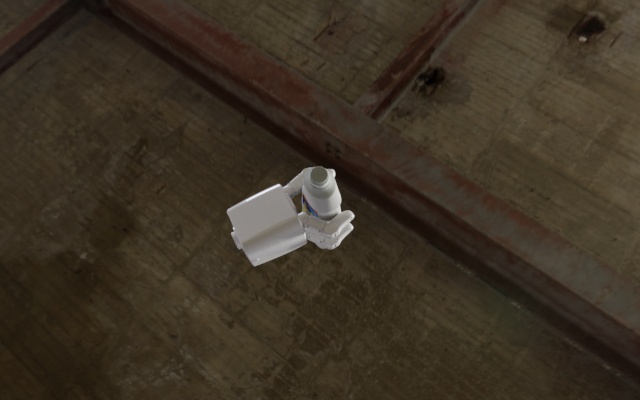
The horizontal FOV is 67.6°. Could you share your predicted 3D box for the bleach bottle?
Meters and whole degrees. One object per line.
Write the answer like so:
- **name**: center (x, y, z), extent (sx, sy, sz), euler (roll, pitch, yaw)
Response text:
- **bleach bottle**: center (0.000, 0.003, 0.857), extent (0.068, 0.102, 0.251), euler (-26, -22, -8)
